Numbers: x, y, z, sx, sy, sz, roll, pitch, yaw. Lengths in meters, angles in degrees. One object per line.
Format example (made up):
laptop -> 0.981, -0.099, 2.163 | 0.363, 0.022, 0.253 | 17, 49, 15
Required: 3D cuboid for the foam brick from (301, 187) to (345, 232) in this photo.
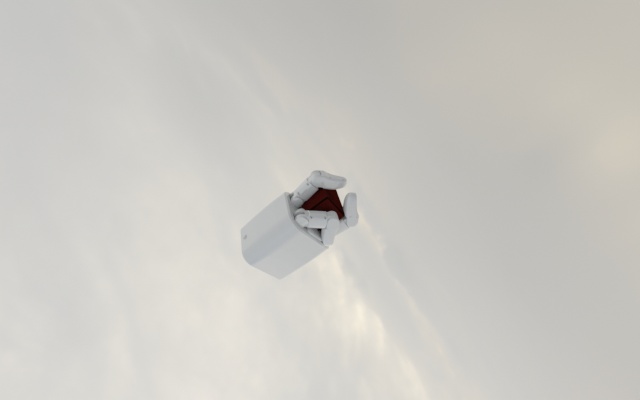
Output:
foam brick -> 0.000, 0.002, 0.797 | 0.051, 0.053, 0.078 | -37, 32, 14
